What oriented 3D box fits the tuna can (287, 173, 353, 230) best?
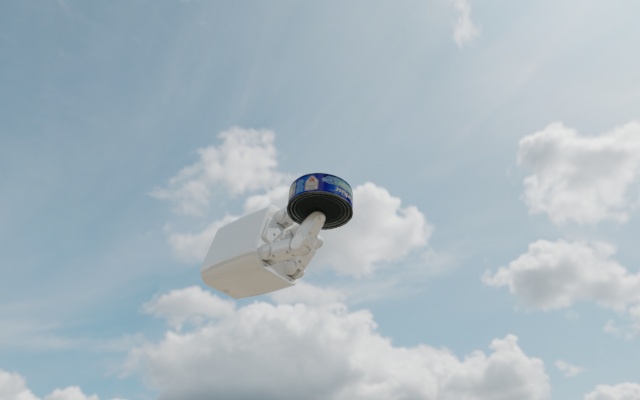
[{"bbox_3d":[0.000,0.002,0.622,0.086,0.033,0.086,3,-35,2],"label":"tuna can"}]
